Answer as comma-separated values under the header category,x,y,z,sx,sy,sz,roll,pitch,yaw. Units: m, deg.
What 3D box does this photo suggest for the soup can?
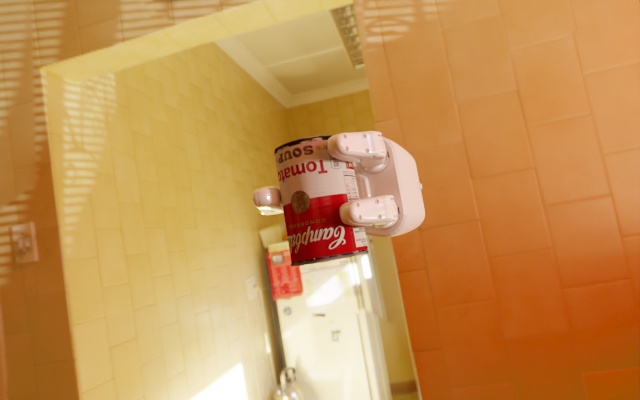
category,x,y,z,sx,sy,sz,roll,pitch,yaw
soup can,0.000,0.001,0.414,0.068,0.102,0.068,-9,-6,-1
